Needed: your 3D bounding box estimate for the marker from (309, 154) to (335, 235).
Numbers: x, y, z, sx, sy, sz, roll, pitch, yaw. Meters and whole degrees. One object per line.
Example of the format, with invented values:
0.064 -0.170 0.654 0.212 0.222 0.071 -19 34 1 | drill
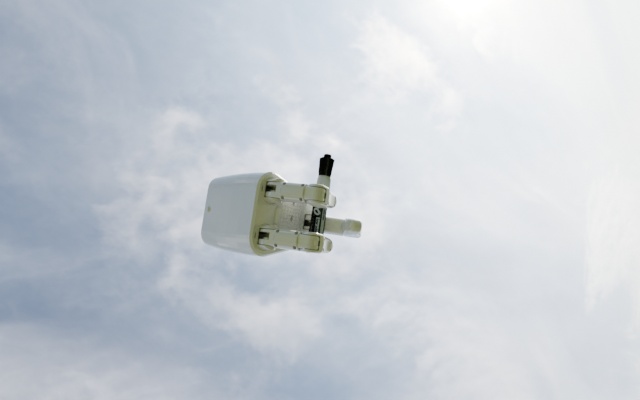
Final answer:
0.000 0.002 0.585 0.020 0.121 0.020 8 -8 1 | marker
